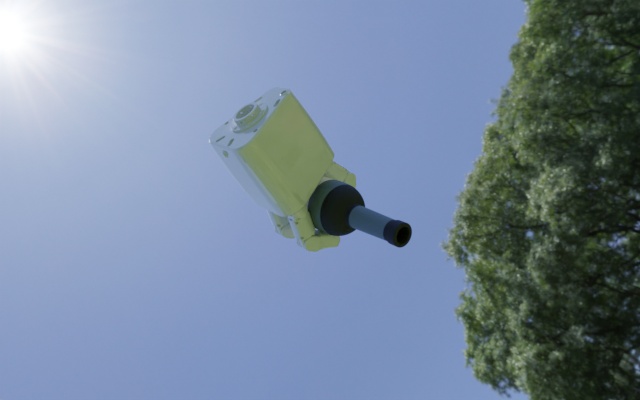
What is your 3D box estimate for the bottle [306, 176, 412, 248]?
[{"bbox_3d":[0.000,0.002,0.613,0.069,0.069,0.295,0,14,-37],"label":"bottle"}]
